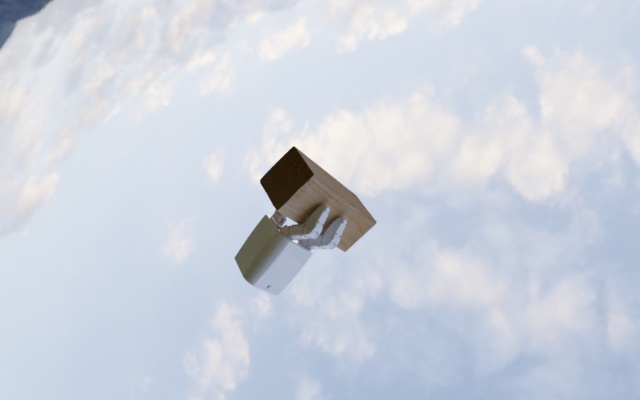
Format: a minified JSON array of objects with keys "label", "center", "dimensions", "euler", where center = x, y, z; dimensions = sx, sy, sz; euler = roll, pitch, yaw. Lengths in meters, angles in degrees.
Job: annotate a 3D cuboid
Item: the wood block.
[{"label":"wood block","center":[0.000,0.003,0.866],"dimensions":[0.206,0.090,0.090],"euler":[35,14,-46]}]
